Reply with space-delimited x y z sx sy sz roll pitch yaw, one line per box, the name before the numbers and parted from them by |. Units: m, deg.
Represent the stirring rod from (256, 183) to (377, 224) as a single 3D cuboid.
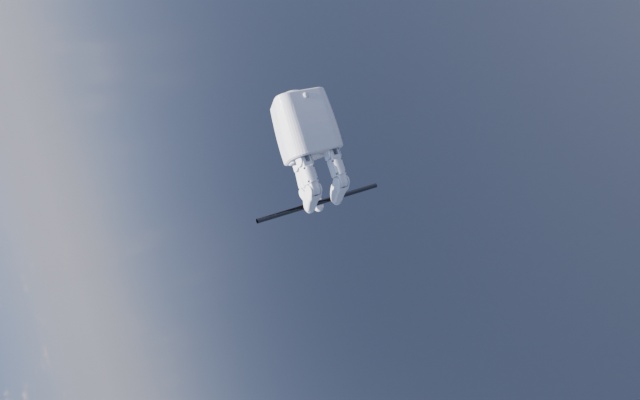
stirring rod | 0.000 0.003 0.818 0.239 0.011 0.011 -17 8 -28
